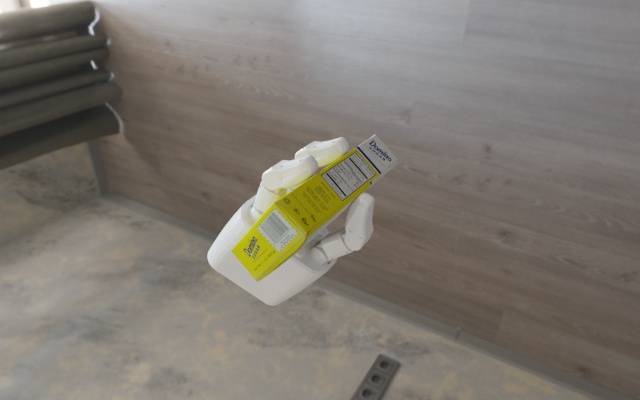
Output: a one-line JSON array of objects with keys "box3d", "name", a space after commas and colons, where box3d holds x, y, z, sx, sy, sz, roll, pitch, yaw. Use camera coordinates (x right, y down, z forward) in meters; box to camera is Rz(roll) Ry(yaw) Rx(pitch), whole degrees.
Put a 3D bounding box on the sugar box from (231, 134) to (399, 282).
[{"box3d": [0.000, 0.001, 0.473, 0.093, 0.048, 0.176, -43, -2, 43], "name": "sugar box"}]
